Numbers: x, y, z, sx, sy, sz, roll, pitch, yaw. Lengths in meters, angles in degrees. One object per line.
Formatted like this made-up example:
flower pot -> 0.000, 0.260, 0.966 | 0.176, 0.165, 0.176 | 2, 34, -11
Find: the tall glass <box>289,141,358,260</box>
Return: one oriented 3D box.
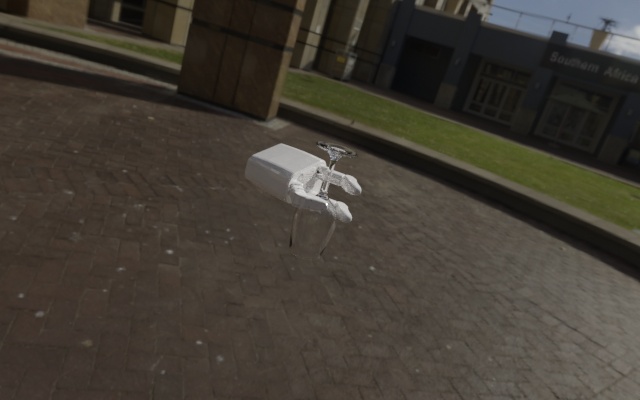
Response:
tall glass -> 0.000, 0.002, 0.839 | 0.079, 0.201, 0.079 | 16, 18, -5
